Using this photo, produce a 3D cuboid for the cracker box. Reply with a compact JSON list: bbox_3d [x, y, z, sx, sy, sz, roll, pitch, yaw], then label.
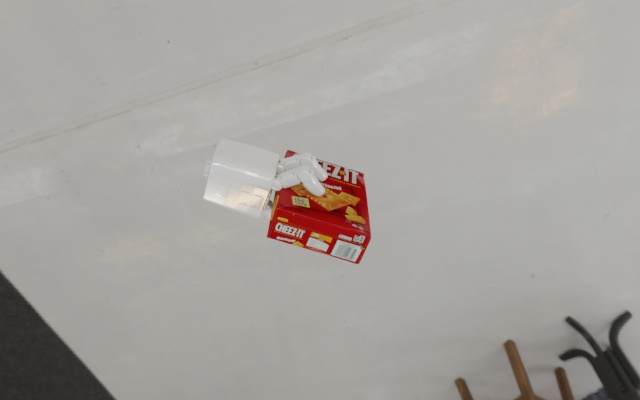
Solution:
[{"bbox_3d":[0.000,0.003,0.855,0.164,0.072,0.213,17,31,-9],"label":"cracker box"}]
